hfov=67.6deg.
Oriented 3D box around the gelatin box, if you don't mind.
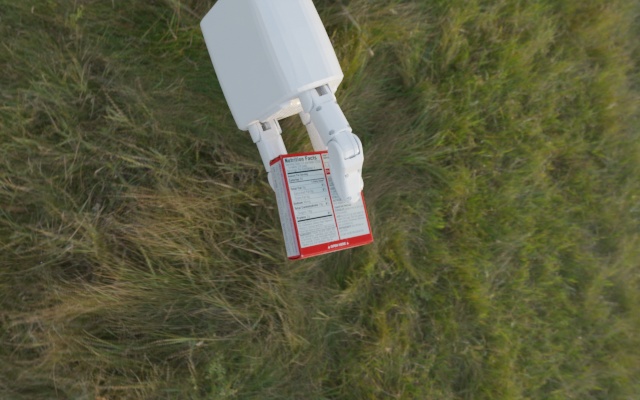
[{"bbox_3d":[0.000,0.002,0.417,0.073,0.089,0.030,-9,-6,-30],"label":"gelatin box"}]
